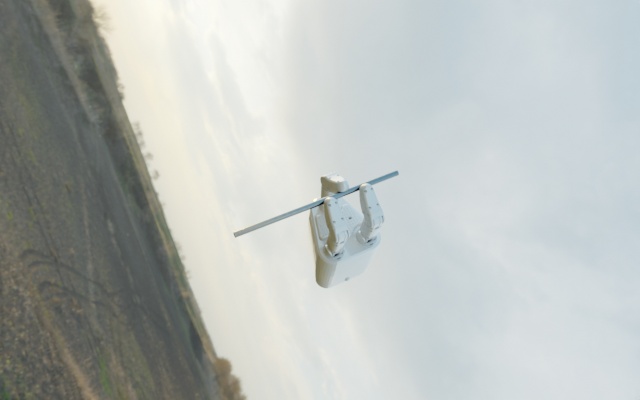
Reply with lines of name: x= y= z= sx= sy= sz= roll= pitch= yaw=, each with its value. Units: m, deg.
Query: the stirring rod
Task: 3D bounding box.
stirring rod: x=0.000 y=0.002 z=0.628 sx=0.239 sy=0.011 sz=0.011 roll=-21 pitch=7 yaw=-18
